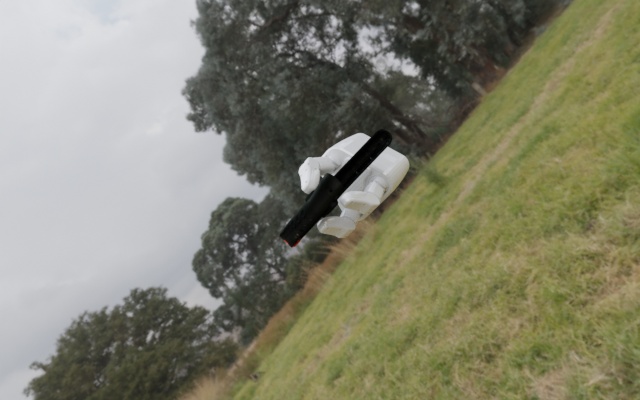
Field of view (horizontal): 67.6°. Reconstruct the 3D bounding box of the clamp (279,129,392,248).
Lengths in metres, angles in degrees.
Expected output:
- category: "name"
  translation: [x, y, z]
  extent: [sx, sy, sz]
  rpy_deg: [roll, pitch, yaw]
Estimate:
- category: "clamp"
  translation: [-0.001, 0.002, 0.623]
  extent: [0.210, 0.036, 0.164]
  rpy_deg: [-48, -5, 33]
